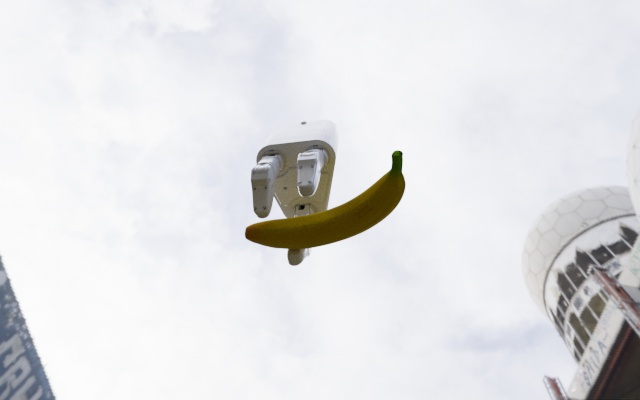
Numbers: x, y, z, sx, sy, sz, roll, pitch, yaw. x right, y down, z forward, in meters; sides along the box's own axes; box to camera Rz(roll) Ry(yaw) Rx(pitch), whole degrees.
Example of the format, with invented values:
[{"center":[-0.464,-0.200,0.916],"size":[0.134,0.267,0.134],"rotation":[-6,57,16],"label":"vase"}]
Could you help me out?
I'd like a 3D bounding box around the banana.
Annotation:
[{"center":[0.013,0.014,0.507],"size":[0.198,0.070,0.037],"rotation":[-28,22,21],"label":"banana"}]
